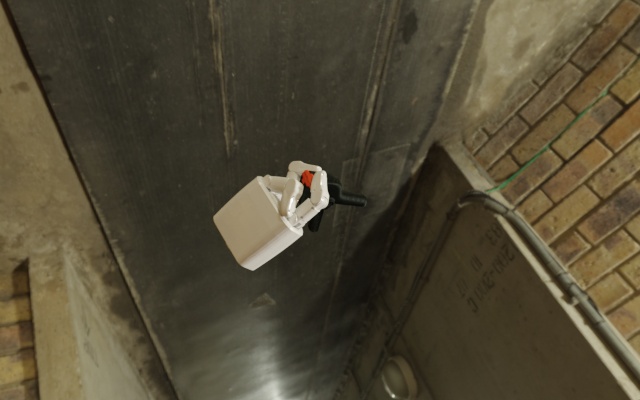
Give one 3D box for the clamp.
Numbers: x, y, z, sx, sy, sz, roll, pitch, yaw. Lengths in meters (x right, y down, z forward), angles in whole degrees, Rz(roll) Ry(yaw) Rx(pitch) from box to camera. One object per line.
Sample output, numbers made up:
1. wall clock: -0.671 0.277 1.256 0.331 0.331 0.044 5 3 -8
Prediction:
1. clamp: 0.000 0.003 0.832 0.120 0.039 0.171 -39 -36 12
